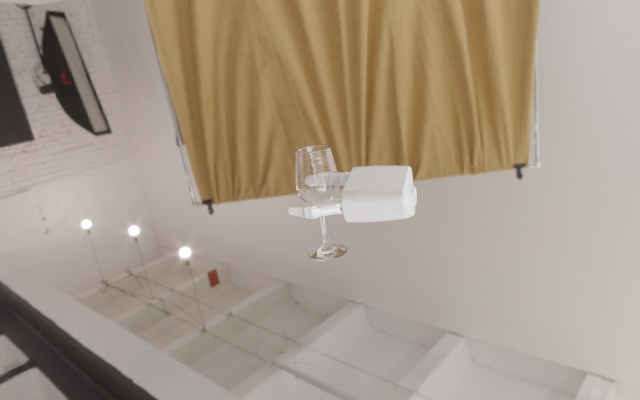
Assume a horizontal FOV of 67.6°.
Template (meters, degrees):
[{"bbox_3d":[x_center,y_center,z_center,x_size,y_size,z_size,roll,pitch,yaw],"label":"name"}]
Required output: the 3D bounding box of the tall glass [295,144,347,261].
[{"bbox_3d":[0.000,0.004,0.866,0.079,0.201,0.079,-8,17,2],"label":"tall glass"}]
